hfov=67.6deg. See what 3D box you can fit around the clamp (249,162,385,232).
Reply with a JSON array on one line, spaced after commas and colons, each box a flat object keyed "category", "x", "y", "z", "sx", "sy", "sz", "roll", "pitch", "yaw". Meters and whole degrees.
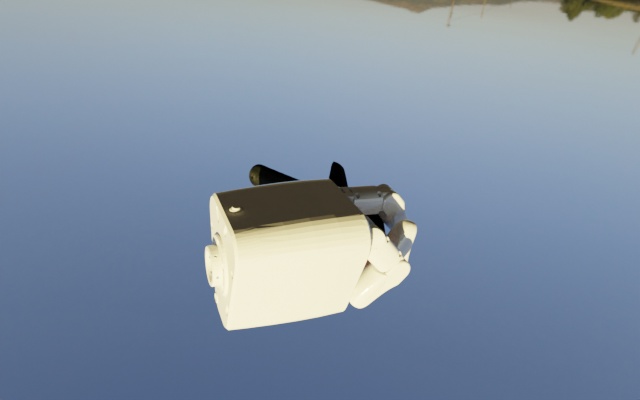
[{"category": "clamp", "x": 0.000, "y": 0.002, "z": 0.494, "sx": 0.120, "sy": 0.039, "sz": 0.171, "roll": -6, "pitch": 29, "yaw": -23}]
